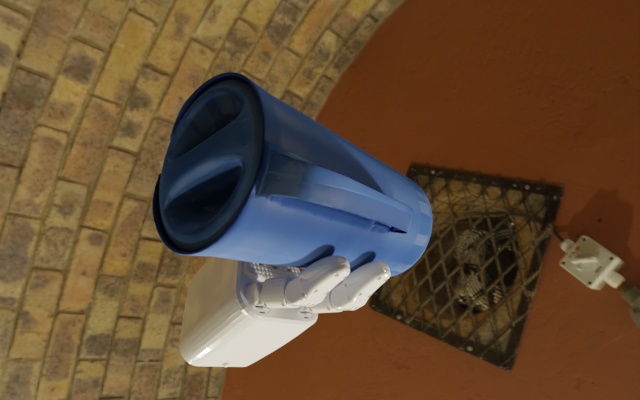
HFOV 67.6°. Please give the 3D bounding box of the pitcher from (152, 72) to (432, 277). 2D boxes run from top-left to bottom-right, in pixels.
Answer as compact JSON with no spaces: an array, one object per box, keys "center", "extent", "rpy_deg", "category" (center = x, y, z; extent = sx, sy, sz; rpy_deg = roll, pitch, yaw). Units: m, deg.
[{"center":[0.000,0.001,0.408],"extent":[0.243,0.149,0.145],"rpy_deg":[19,-52,-44],"category":"pitcher"}]
